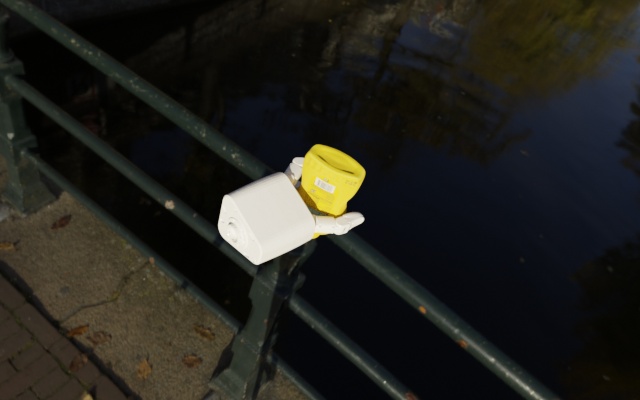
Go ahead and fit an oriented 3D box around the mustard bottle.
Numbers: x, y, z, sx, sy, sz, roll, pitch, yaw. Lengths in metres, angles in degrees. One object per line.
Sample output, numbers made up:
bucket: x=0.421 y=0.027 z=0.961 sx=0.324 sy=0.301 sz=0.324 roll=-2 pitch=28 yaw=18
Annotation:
mustard bottle: x=0.000 y=0.002 z=0.799 sx=0.096 sy=0.192 sz=0.058 roll=27 pitch=44 yaw=6
